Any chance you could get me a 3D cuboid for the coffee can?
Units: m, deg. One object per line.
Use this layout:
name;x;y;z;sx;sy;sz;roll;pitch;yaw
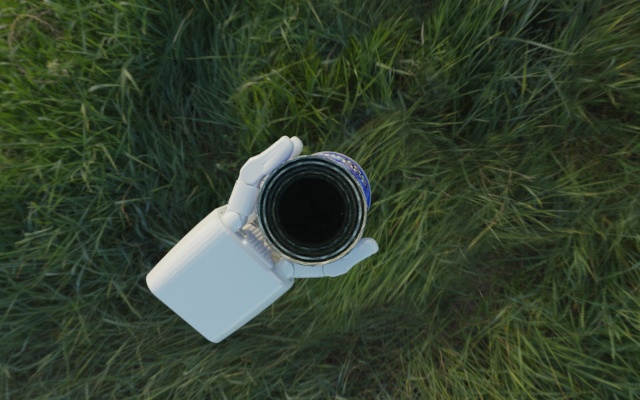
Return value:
coffee can;0.000;0.002;0.500;0.103;0.103;0.140;0;7;7
